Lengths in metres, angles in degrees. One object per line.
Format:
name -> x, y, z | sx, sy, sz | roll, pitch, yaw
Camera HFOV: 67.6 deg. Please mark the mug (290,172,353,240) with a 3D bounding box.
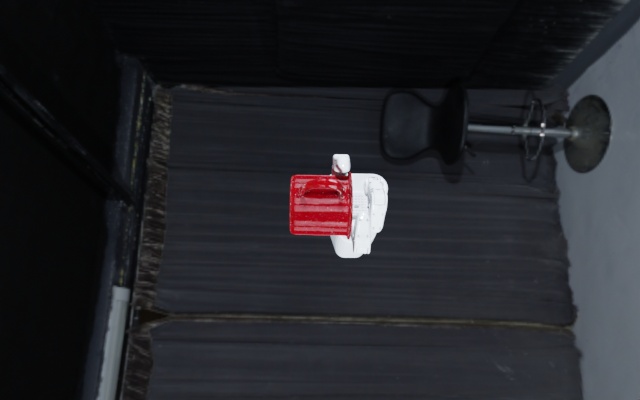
mug -> 0.000, 0.002, 0.641 | 0.081, 0.093, 0.117 | 1, -21, -2
